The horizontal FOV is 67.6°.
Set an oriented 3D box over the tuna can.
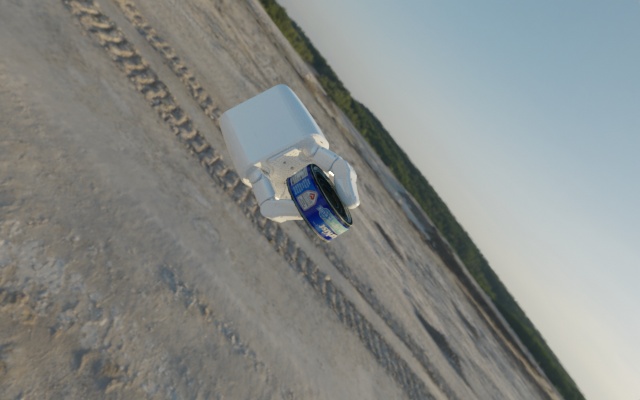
[{"bbox_3d":[0.001,0.001,0.531,0.034,0.086,0.086,-33,-8,12],"label":"tuna can"}]
